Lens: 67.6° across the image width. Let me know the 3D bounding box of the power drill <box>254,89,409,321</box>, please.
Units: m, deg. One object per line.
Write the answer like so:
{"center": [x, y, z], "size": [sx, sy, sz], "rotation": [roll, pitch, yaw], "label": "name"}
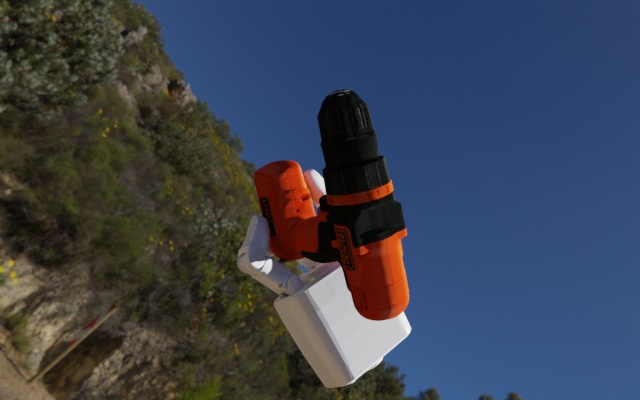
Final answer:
{"center": [0.000, 0.002, 0.433], "size": [0.057, 0.184, 0.187], "rotation": [-16, 12, -25], "label": "power drill"}
